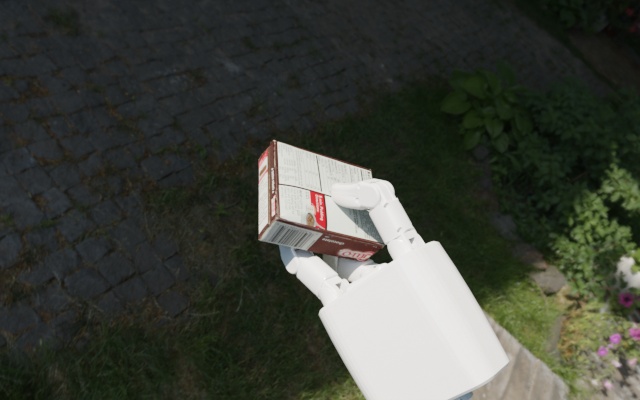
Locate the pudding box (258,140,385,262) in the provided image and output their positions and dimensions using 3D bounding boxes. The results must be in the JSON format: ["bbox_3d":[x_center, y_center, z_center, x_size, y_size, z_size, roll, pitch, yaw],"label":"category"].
[{"bbox_3d":[0.000,0.001,0.441,0.113,0.090,0.039,16,-41,-28],"label":"pudding box"}]
